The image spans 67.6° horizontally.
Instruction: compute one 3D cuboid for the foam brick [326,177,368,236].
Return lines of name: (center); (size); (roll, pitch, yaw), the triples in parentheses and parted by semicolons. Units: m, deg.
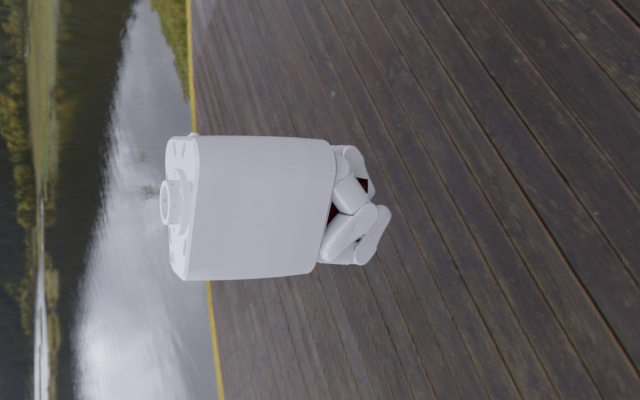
foam brick: (0.000, 0.001, 0.436); (0.051, 0.053, 0.078); (-1, 7, -30)
